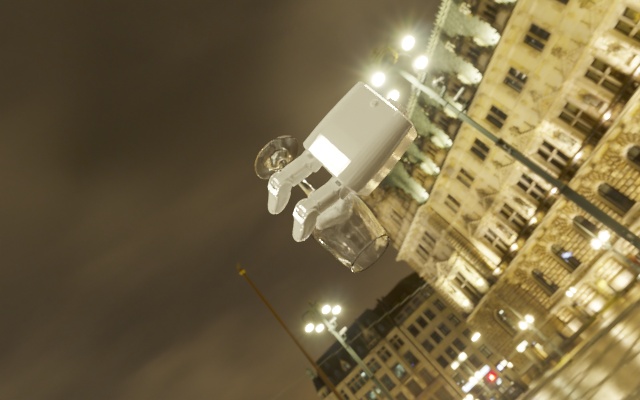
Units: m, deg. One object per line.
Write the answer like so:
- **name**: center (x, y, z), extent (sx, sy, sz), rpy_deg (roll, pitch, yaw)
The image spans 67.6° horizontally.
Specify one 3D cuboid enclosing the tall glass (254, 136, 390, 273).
- **tall glass**: center (0.000, 0.002, 0.620), extent (0.079, 0.079, 0.201), rpy_deg (0, 39, -52)
